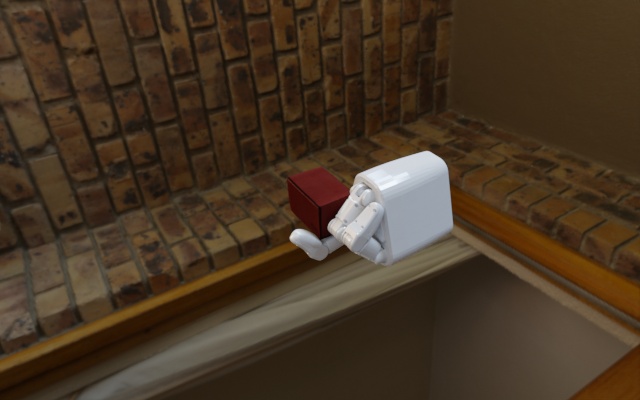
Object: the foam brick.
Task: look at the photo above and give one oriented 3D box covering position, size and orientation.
[{"bbox_3d":[0.000,0.002,0.598,0.051,0.053,0.078,-23,41,-24],"label":"foam brick"}]
